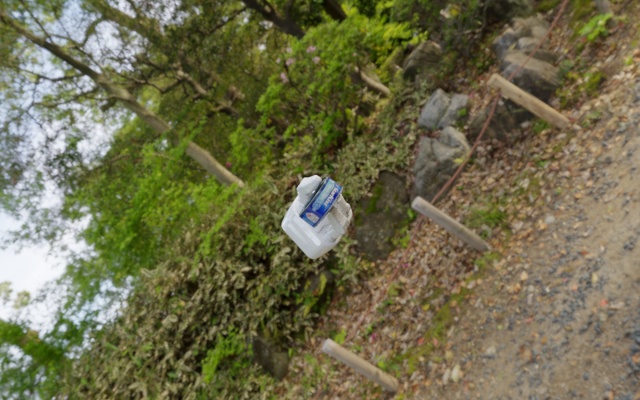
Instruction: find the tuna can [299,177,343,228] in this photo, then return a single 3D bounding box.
[{"bbox_3d":[0.000,0.002,0.809,0.034,0.086,0.086,36,-4,-5],"label":"tuna can"}]
